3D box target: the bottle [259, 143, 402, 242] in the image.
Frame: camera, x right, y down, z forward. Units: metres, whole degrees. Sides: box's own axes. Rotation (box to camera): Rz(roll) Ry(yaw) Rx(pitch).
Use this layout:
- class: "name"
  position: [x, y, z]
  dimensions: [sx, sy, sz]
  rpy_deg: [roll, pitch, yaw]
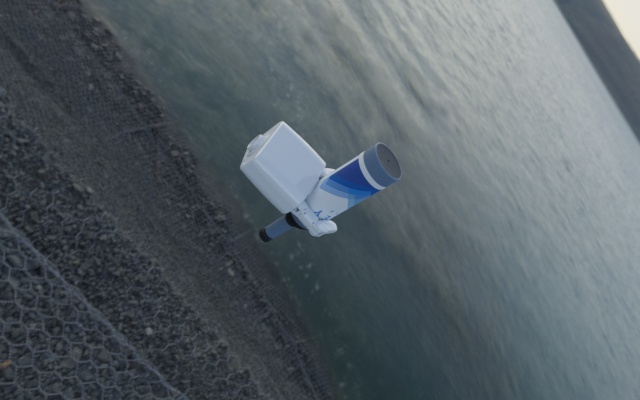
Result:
- class: "bottle"
  position: [0.000, 0.003, 0.818]
  dimensions: [0.296, 0.069, 0.069]
  rpy_deg: [-31, -18, 33]
